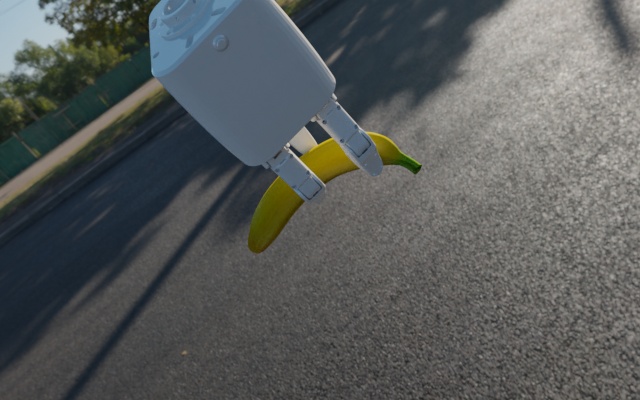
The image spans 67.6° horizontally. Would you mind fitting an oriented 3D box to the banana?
[{"bbox_3d":[-0.004,-0.016,0.477,0.198,0.069,0.037,-28,-20,19],"label":"banana"}]
